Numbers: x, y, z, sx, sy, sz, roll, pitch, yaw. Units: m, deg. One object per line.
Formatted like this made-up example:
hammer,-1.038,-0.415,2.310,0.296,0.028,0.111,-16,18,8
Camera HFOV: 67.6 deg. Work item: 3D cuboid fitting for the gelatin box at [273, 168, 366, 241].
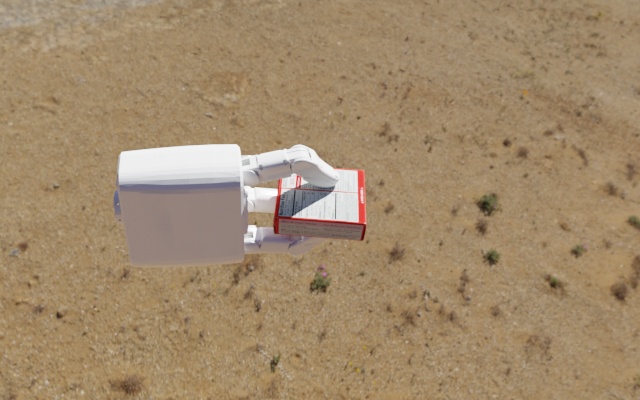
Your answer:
gelatin box,0.000,0.001,0.477,0.089,0.073,0.030,4,-42,-1
